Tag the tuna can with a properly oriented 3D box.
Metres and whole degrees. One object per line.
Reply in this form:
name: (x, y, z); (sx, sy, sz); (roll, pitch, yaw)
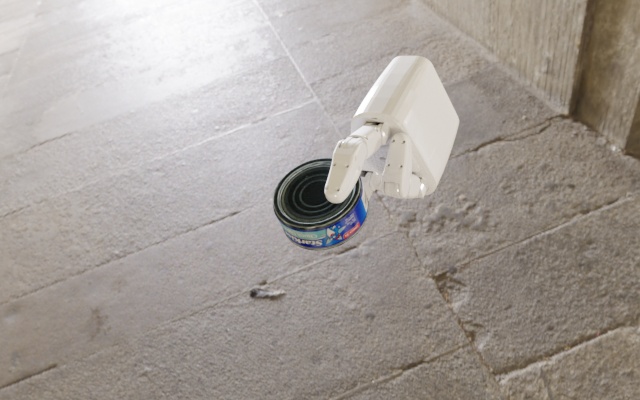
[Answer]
tuna can: (0.000, 0.001, 0.441); (0.086, 0.086, 0.034); (0, -38, 20)
